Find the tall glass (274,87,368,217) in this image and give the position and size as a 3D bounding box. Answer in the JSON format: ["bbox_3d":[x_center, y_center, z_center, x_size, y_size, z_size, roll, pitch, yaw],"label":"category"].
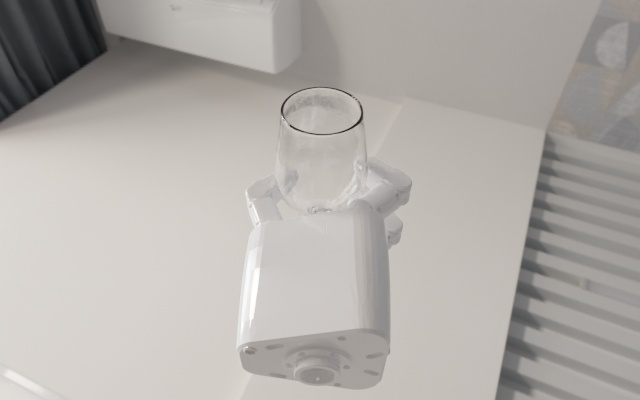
[{"bbox_3d":[0.000,0.002,0.426,0.079,0.079,0.201,0,-44,-1],"label":"tall glass"}]
